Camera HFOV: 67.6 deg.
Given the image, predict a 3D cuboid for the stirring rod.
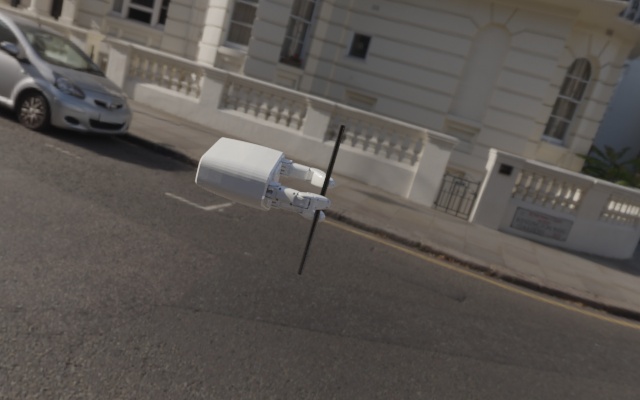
[{"bbox_3d":[0.000,0.002,0.727,0.011,0.239,0.011,16,12,-3],"label":"stirring rod"}]
